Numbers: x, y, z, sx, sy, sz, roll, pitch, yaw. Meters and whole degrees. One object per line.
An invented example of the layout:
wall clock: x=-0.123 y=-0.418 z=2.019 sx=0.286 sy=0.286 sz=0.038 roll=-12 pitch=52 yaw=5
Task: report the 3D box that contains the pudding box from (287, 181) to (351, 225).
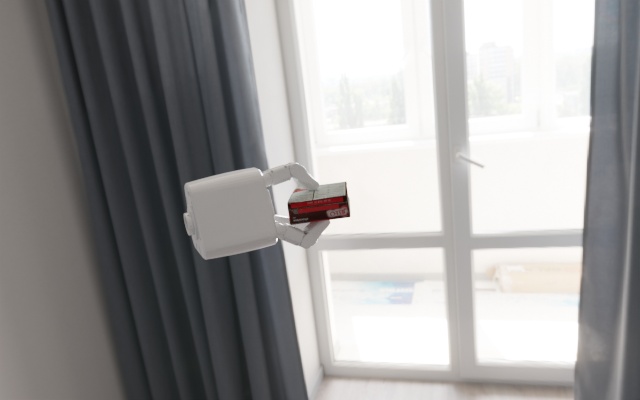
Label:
pudding box: x=0.000 y=0.002 z=0.738 sx=0.090 sy=0.039 sz=0.113 roll=-7 pitch=14 yaw=5
